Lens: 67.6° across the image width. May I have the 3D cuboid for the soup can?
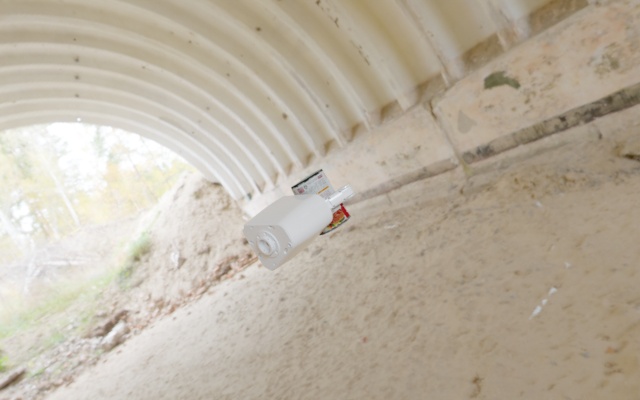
[{"bbox_3d":[0.000,0.002,0.861,0.068,0.102,0.068,-31,5,3],"label":"soup can"}]
